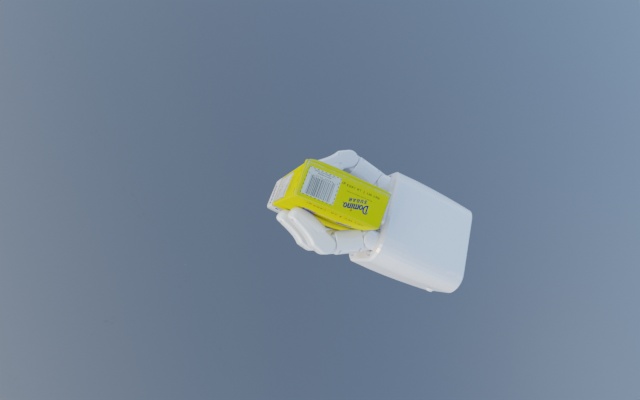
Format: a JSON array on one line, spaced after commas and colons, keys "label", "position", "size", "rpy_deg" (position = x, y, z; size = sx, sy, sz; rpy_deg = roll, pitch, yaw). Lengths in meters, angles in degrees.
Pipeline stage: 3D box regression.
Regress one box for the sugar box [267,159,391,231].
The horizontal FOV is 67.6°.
[{"label": "sugar box", "position": [0.000, 0.002, 0.542], "size": [0.093, 0.048, 0.176], "rpy_deg": [24, -13, -11]}]
